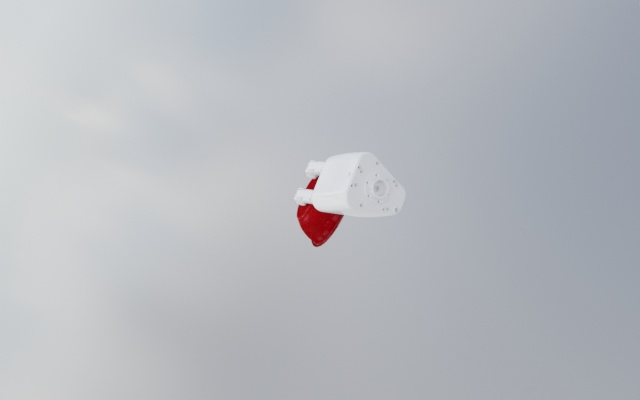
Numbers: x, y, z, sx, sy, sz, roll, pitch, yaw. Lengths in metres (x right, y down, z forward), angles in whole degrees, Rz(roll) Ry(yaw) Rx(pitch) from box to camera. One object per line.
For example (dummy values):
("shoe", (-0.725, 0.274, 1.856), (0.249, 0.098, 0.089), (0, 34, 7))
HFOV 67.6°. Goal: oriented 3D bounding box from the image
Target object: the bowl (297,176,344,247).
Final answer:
("bowl", (-0.001, 0.003, 0.896), (0.055, 0.162, 0.162), (25, -7, -15))
